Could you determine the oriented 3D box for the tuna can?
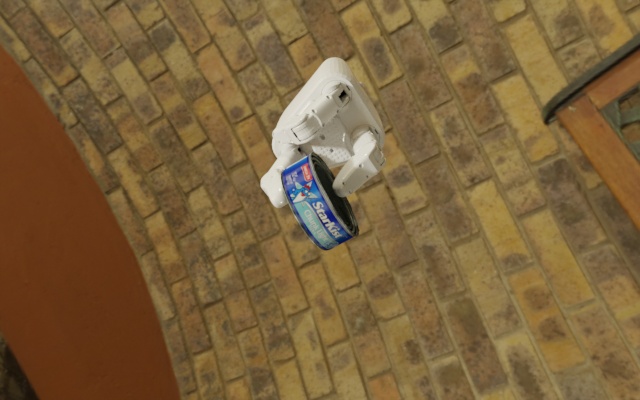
[{"bbox_3d":[0.000,0.002,0.432,0.034,0.086,0.086,-29,-7,12],"label":"tuna can"}]
